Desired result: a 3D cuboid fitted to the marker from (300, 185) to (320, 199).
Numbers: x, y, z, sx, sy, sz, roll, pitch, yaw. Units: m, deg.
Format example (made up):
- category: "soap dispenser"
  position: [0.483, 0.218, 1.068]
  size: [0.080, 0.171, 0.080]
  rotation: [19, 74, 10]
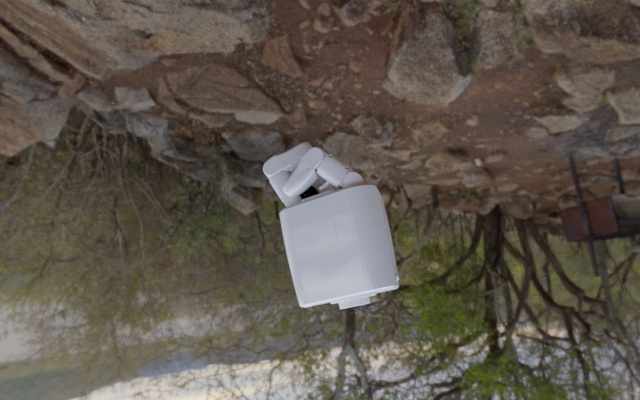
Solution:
- category: "marker"
  position: [0.000, 0.002, 0.567]
  size: [0.020, 0.020, 0.121]
  rotation: [0, -10, 14]
